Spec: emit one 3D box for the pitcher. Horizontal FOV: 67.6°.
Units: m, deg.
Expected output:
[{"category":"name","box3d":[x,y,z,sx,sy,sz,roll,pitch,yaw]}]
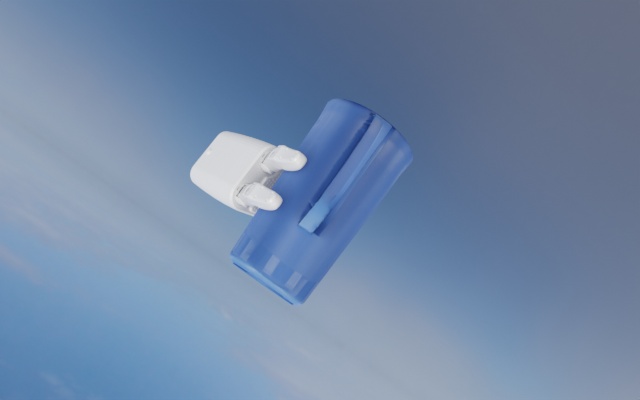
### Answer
[{"category":"pitcher","box3d":[0.000,0.002,0.587,0.145,0.243,0.149,25,-16,39]}]
